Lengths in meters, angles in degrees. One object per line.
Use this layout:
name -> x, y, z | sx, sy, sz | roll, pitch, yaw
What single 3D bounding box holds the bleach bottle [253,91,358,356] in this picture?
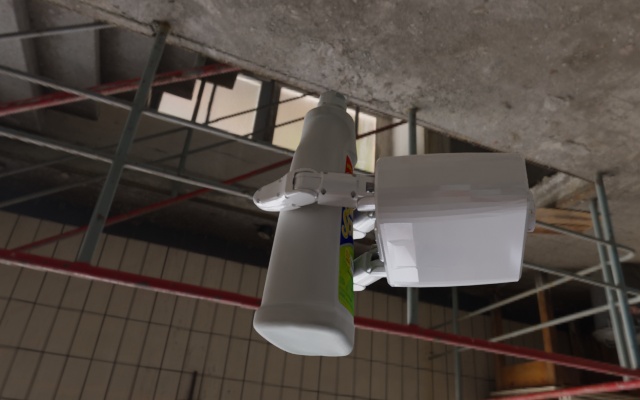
bleach bottle -> 0.000, 0.001, 0.427 | 0.068, 0.250, 0.103 | -2, -29, 14
